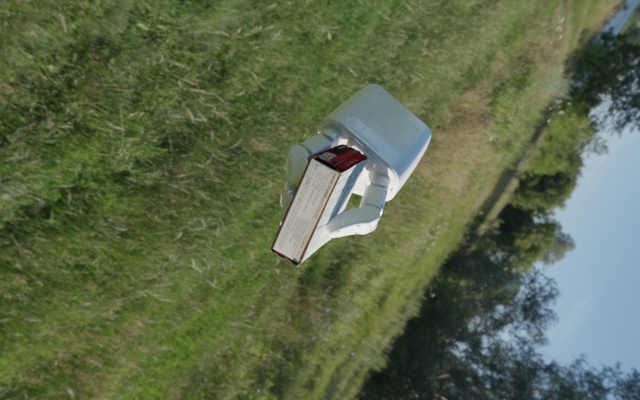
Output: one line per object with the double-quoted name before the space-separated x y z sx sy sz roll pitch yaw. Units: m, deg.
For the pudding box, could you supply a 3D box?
"pudding box" 0.000 0.002 0.494 0.039 0.113 0.090 28 22 14
